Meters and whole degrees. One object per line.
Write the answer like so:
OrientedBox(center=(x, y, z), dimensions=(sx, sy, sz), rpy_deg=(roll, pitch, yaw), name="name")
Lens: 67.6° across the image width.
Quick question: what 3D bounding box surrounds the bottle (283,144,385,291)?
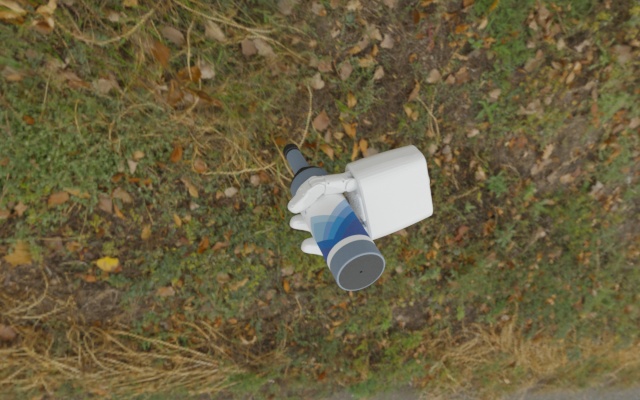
OrientedBox(center=(0.000, 0.002, 0.702), dimensions=(0.069, 0.069, 0.295), rpy_deg=(0, 37, -26), name="bottle")
